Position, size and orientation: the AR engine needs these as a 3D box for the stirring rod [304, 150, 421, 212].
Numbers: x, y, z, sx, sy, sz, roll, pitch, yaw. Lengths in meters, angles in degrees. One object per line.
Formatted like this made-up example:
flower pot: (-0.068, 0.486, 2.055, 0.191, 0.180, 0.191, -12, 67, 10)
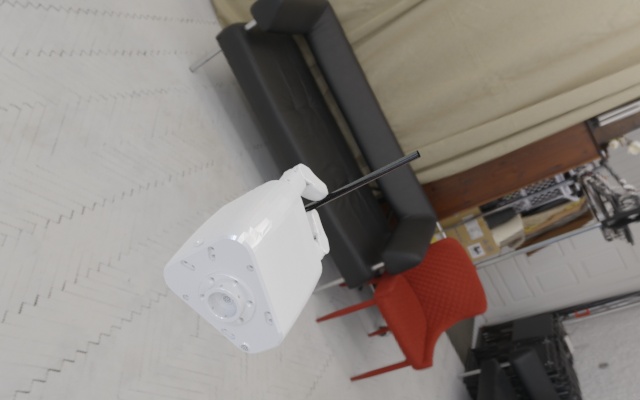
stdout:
stirring rod: (0.000, 0.002, 0.525, 0.239, 0.011, 0.011, -26, -12, 26)
